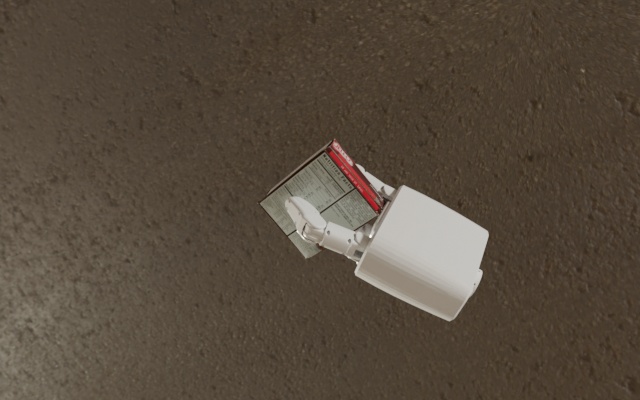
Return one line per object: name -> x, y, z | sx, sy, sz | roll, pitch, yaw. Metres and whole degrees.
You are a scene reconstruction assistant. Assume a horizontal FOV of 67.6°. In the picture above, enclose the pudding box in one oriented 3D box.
pudding box -> 0.000, 0.002, 0.519 | 0.113, 0.090, 0.039 | -36, 7, 30
